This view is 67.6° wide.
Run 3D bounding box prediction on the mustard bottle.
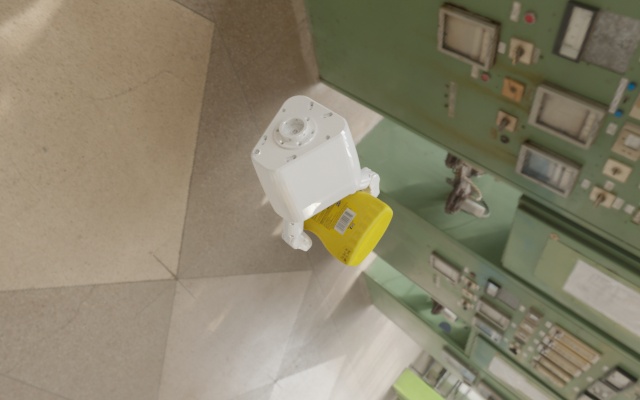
[{"bbox_3d":[0.000,0.002,0.671,0.191,0.096,0.058,35,5,29],"label":"mustard bottle"}]
